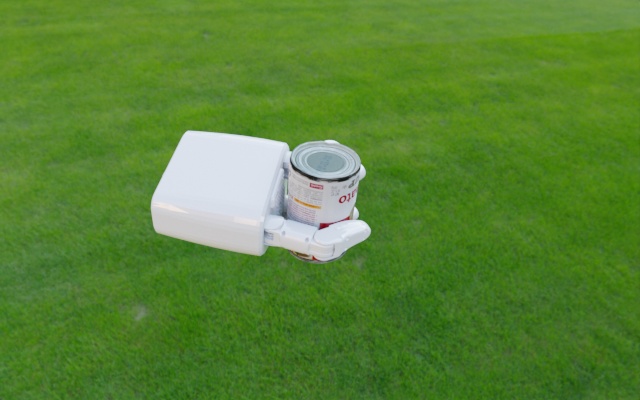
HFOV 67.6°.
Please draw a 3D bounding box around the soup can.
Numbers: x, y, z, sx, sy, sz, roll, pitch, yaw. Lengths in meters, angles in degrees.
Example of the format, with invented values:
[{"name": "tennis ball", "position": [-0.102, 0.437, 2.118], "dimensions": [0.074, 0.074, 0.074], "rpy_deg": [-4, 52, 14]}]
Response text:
[{"name": "soup can", "position": [0.001, 0.001, 0.467], "dimensions": [0.068, 0.102, 0.068], "rpy_deg": [4, 37, -3]}]
